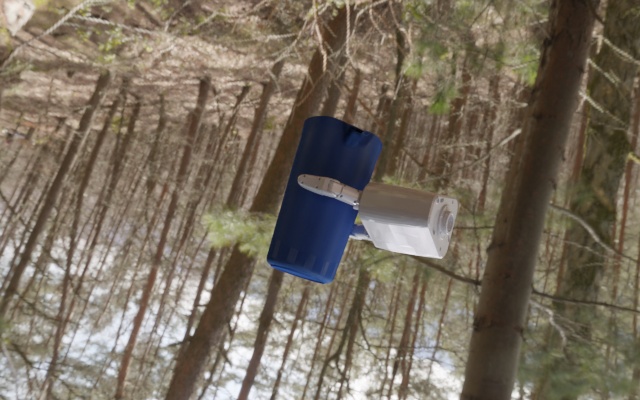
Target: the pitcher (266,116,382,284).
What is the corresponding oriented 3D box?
[{"bbox_3d":[0.000,0.002,0.760,0.145,0.242,0.149,10,-15,31],"label":"pitcher"}]
